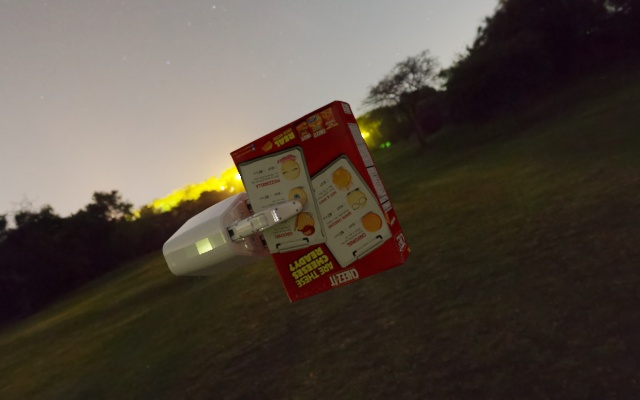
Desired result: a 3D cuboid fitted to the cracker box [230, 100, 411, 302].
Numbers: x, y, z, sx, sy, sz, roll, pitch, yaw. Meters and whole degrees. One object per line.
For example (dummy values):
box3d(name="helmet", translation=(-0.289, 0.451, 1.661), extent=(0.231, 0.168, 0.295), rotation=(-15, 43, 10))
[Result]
box3d(name="cracker box", translation=(0.000, 0.002, 0.621), extent=(0.164, 0.213, 0.072), rotation=(-23, 0, 22))
